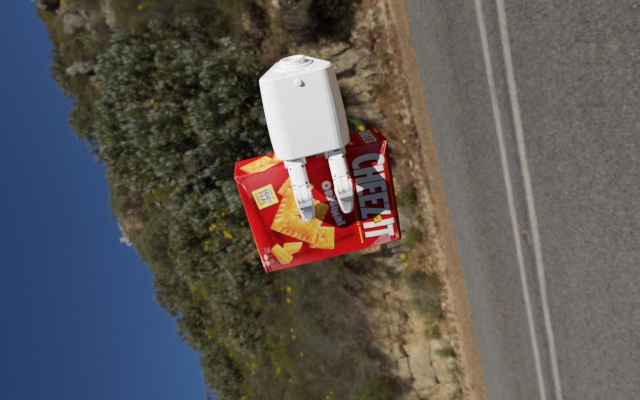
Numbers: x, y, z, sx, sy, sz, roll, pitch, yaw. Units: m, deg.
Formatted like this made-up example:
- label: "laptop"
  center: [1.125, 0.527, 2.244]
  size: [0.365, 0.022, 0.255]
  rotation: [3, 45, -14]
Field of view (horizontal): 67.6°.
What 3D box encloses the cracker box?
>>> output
- label: "cracker box"
  center: [0.000, 0.002, 0.697]
  size: [0.213, 0.164, 0.072]
  rotation: [-14, 27, -1]
